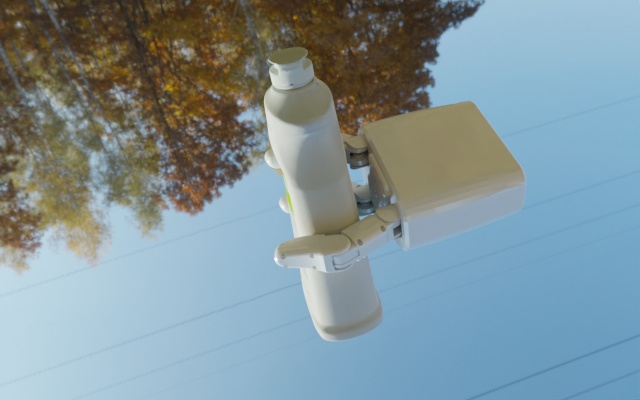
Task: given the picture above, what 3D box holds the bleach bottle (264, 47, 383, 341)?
[{"bbox_3d":[0.000,0.001,0.401,0.068,0.251,0.102,-17,38,-6],"label":"bleach bottle"}]
